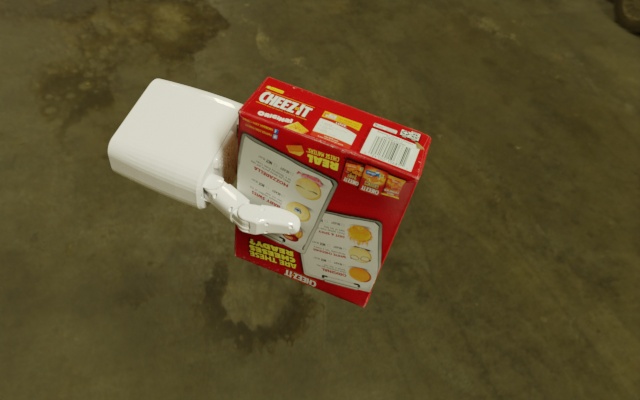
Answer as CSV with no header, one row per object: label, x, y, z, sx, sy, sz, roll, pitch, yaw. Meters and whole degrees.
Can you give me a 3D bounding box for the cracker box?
cracker box,0.000,0.002,0.489,0.164,0.072,0.214,21,-41,8
